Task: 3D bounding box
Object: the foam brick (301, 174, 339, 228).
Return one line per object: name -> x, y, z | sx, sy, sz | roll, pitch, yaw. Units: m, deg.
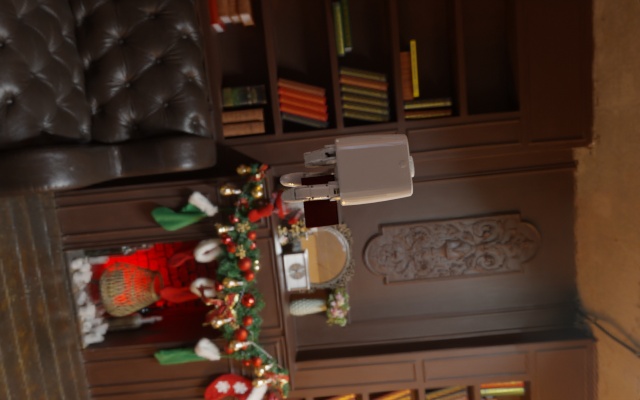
foam brick -> 0.000, 0.003, 0.733 | 0.051, 0.078, 0.053 | -5, -2, 1
